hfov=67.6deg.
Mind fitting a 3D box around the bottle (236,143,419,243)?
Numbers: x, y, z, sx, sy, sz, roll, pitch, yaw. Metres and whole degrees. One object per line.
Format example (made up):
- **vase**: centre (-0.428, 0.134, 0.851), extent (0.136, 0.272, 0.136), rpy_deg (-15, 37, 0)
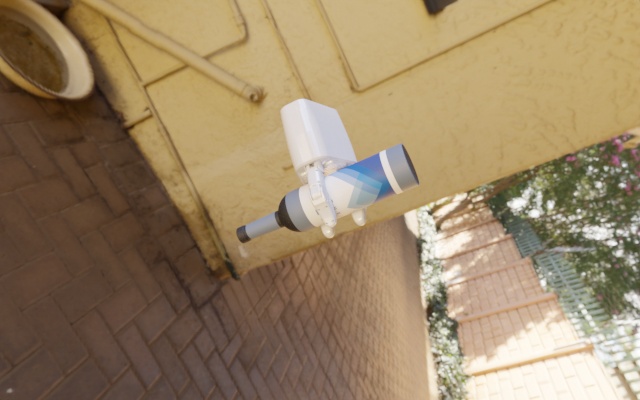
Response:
- **bottle**: centre (0.000, 0.002, 0.730), extent (0.296, 0.069, 0.069), rpy_deg (-23, -7, 17)
